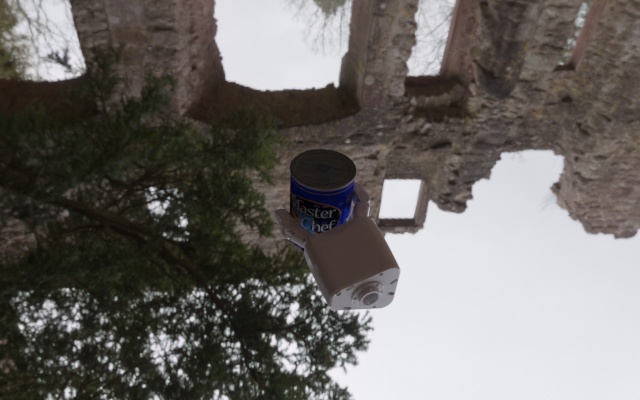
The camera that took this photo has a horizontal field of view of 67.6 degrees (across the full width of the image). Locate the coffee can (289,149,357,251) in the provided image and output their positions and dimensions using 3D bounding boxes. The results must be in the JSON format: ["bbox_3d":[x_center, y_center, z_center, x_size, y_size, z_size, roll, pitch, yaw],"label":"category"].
[{"bbox_3d":[0.000,0.002,0.776,0.103,0.140,0.102,3,40,-2],"label":"coffee can"}]
